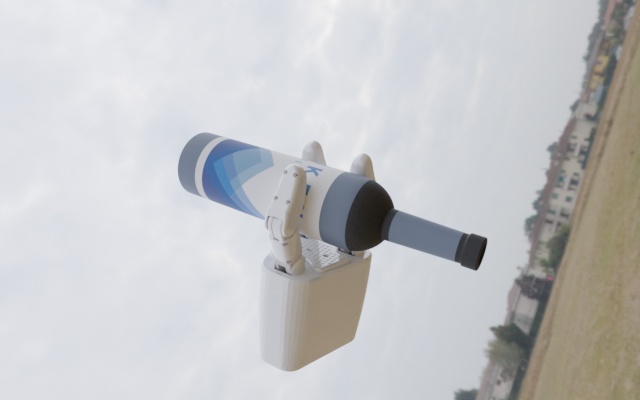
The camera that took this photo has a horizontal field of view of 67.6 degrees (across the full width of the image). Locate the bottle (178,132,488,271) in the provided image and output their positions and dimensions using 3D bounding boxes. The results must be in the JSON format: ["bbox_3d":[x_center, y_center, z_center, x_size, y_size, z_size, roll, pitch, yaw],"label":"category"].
[{"bbox_3d":[0.000,0.001,0.435,0.295,0.069,0.069,18,8,26],"label":"bottle"}]
